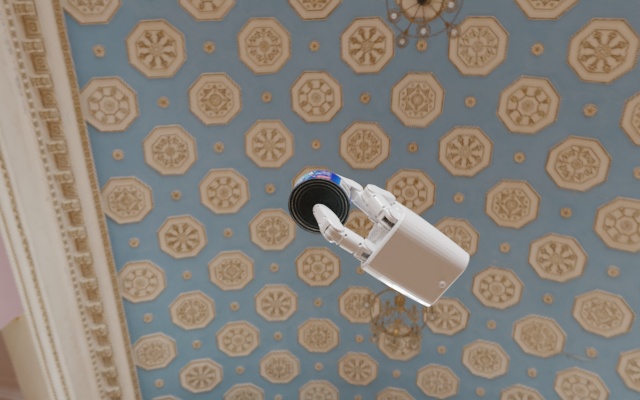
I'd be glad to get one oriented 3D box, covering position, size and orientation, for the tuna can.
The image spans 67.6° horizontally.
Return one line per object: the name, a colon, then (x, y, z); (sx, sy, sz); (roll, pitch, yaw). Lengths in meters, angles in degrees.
tuna can: (0.000, 0.002, 0.662); (0.086, 0.086, 0.033); (0, 26, 8)
